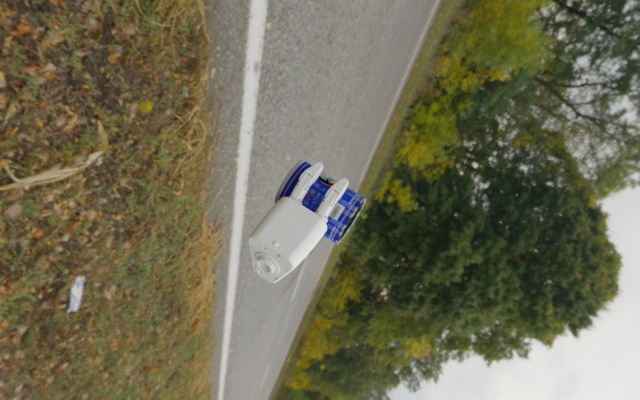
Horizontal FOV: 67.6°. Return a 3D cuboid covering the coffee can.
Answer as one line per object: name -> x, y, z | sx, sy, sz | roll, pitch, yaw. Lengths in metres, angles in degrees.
coffee can -> 0.000, 0.003, 0.895 | 0.140, 0.103, 0.103 | 32, 6, 9
